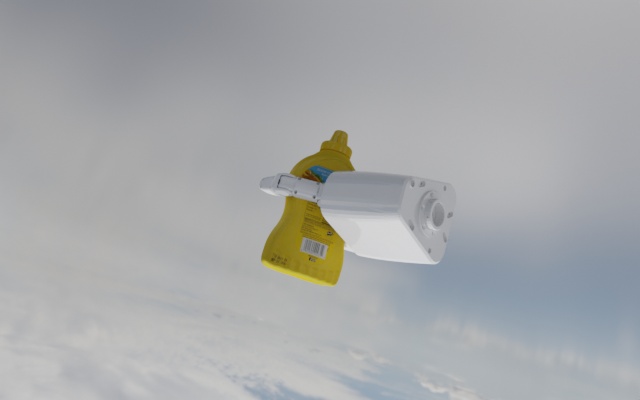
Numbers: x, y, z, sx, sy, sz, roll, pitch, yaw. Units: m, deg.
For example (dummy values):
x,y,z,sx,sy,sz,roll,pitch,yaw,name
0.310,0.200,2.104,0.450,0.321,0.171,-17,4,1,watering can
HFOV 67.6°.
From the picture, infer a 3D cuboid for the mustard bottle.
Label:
x,y,z,sx,sy,sz,roll,pitch,yaw,name
0.000,0.002,0.589,0.096,0.191,0.058,22,-14,-19,mustard bottle
